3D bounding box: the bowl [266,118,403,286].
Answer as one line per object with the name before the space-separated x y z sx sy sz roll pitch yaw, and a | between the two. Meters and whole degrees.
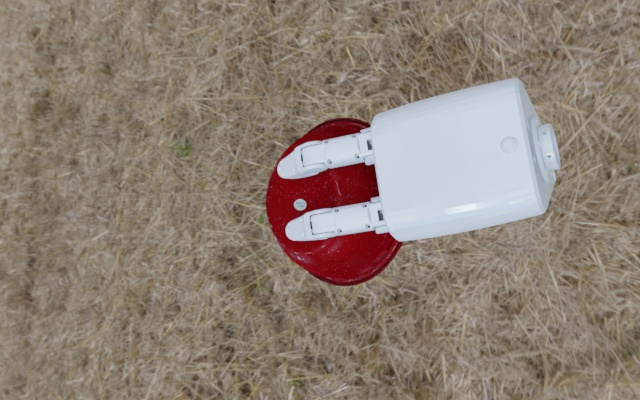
bowl | -0.001 0.002 0.442 0.162 0.162 0.055 0 0 41
